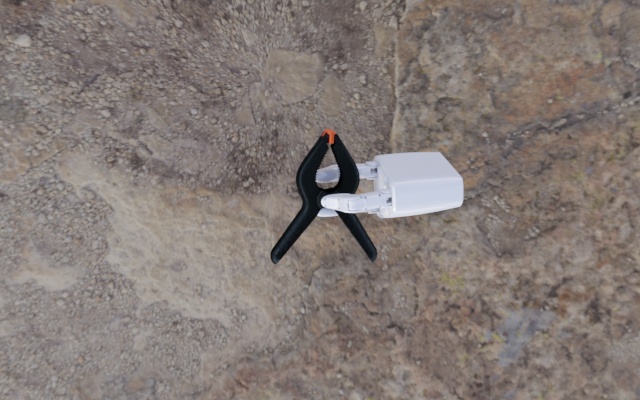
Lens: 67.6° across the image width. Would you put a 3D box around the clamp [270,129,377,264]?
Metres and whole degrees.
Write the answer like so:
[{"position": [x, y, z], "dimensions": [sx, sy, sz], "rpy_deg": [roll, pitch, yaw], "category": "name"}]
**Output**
[{"position": [0.000, 0.002, 0.707], "dimensions": [0.164, 0.210, 0.036], "rpy_deg": [-7, 15, -10], "category": "clamp"}]
